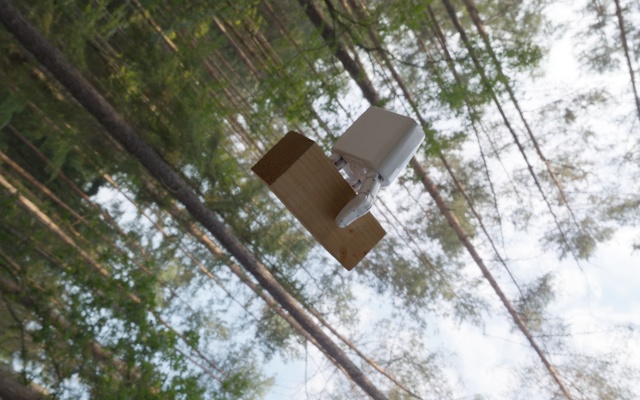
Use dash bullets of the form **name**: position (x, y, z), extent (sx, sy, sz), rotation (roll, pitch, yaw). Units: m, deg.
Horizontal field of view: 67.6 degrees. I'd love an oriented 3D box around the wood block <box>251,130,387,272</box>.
- **wood block**: position (0.001, 0.002, 0.738), extent (0.206, 0.090, 0.090), rotation (49, -7, -31)
